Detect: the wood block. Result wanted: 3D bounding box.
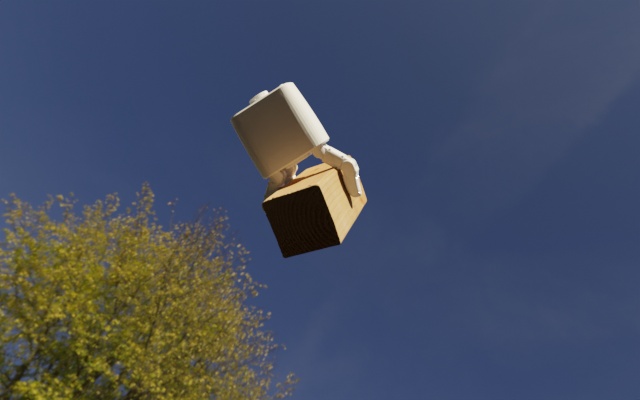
[{"bbox_3d":[0.000,0.002,0.742,0.091,0.090,0.206,-17,11,20],"label":"wood block"}]
